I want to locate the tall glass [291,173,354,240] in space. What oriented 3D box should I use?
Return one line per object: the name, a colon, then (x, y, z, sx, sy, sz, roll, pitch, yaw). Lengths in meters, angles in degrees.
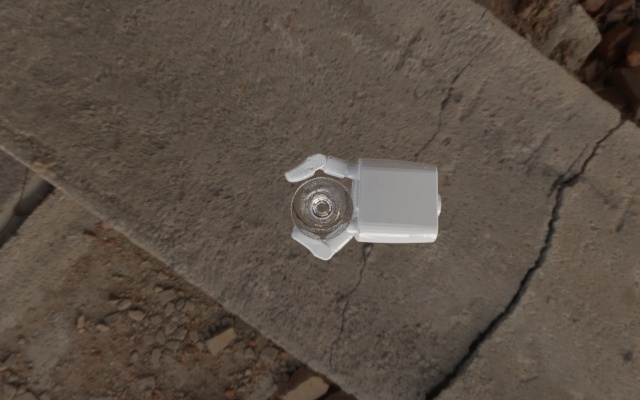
tall glass: (0.000, 0.002, 0.657, 0.079, 0.079, 0.201, 0, 5, -2)
